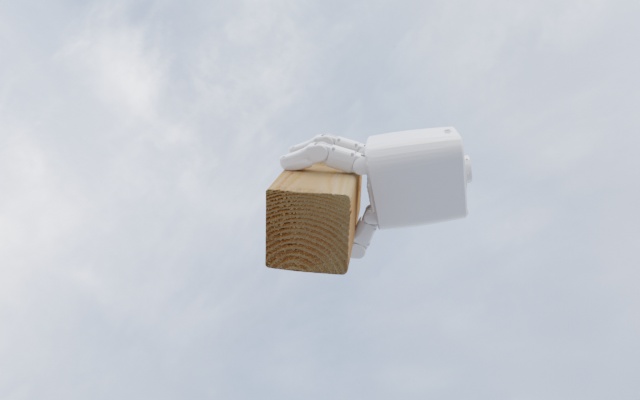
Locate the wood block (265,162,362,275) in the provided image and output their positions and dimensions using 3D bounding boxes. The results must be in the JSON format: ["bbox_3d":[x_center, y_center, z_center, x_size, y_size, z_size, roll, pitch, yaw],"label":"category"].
[{"bbox_3d":[0.001,0.002,0.586,0.090,0.091,0.206,4,18,8],"label":"wood block"}]
